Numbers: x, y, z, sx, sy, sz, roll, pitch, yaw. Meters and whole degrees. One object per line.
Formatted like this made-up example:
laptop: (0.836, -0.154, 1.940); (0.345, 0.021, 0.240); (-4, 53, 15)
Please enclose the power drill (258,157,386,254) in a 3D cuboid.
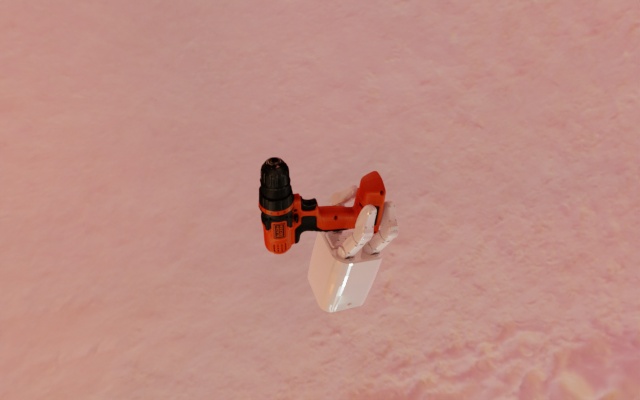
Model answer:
power drill: (0.001, 0.003, 0.725); (0.187, 0.057, 0.185); (-6, -43, -8)
